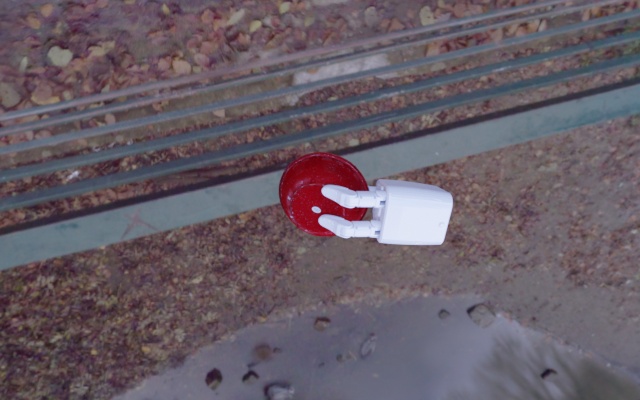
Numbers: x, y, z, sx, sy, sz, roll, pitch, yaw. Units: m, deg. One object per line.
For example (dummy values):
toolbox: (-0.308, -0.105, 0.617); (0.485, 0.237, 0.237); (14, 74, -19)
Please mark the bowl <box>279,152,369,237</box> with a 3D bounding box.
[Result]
bowl: (-0.001, 0.003, 0.809); (0.162, 0.162, 0.055); (0, 26, 13)
